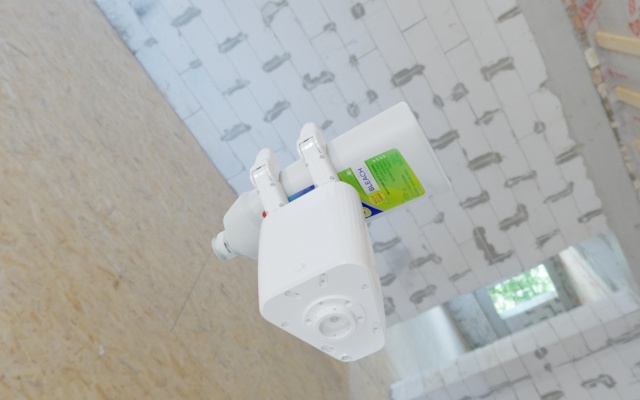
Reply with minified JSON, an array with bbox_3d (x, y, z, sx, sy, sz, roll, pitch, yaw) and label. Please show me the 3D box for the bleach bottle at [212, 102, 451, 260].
[{"bbox_3d":[0.000,0.002,0.502,0.251,0.103,0.068,-29,32,14],"label":"bleach bottle"}]
